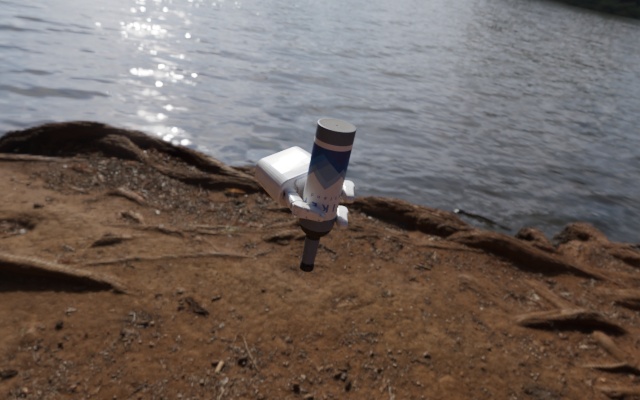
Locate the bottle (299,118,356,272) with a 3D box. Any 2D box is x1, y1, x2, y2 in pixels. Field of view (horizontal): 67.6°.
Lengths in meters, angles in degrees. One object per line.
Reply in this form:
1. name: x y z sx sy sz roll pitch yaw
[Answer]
1. bottle: 0.000 0.003 0.860 0.069 0.296 0.069 10 27 -5
